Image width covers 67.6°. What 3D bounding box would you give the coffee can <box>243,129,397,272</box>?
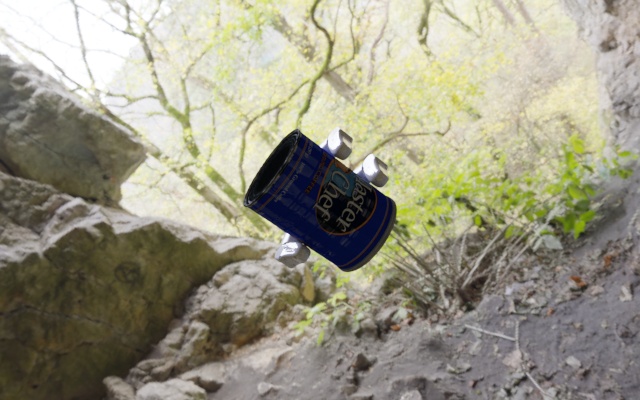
[{"bbox_3d":[0.000,0.002,0.538,0.140,0.103,0.103,35,-12,-18],"label":"coffee can"}]
